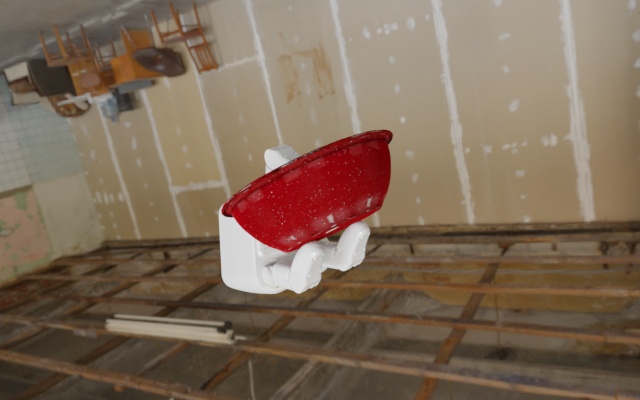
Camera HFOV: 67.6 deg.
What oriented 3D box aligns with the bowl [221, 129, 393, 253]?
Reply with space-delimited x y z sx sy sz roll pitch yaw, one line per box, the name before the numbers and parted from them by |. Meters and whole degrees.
bowl | 0.001 0.001 0.410 0.162 0.055 0.162 -25 -7 -3
